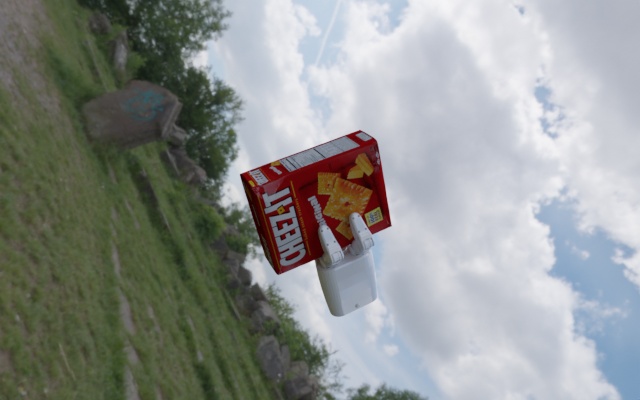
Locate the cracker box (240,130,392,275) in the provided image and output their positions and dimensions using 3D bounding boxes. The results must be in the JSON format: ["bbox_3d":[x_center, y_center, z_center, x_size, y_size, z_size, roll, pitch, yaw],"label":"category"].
[{"bbox_3d":[0.000,0.002,0.763,0.213,0.164,0.072,-22,30,-16],"label":"cracker box"}]
